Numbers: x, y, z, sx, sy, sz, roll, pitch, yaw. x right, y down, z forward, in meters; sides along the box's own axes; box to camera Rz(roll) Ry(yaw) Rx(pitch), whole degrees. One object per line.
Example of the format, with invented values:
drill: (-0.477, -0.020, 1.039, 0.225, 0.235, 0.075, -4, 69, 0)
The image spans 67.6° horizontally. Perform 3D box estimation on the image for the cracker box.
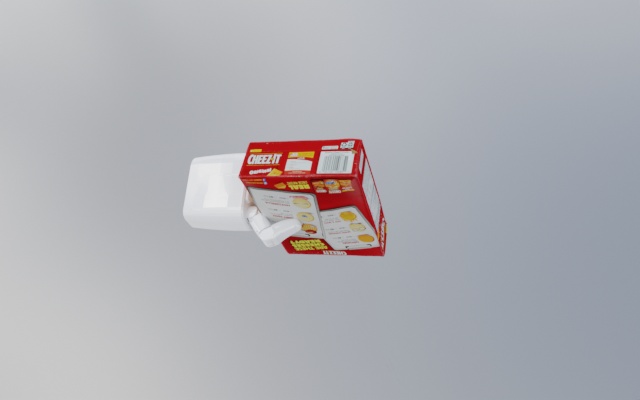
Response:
cracker box: (0.000, 0.002, 0.699, 0.164, 0.072, 0.214, 0, -34, 18)
